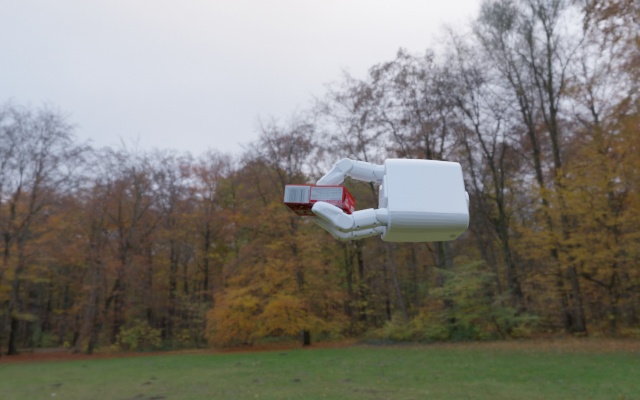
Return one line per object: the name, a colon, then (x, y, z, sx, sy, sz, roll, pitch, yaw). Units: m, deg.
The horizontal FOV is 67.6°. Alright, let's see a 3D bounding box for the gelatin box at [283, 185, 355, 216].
gelatin box: (0.000, 0.002, 0.685, 0.089, 0.030, 0.073, 2, -15, 15)
